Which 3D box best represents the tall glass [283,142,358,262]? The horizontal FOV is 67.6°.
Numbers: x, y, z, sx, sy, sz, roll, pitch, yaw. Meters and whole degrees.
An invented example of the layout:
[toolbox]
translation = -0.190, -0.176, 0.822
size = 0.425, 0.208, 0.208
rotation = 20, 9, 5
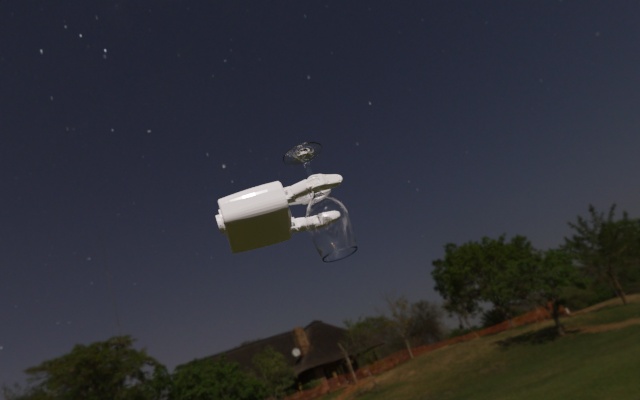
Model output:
[tall glass]
translation = 0.000, 0.002, 0.822
size = 0.079, 0.201, 0.079
rotation = -18, -21, -7
